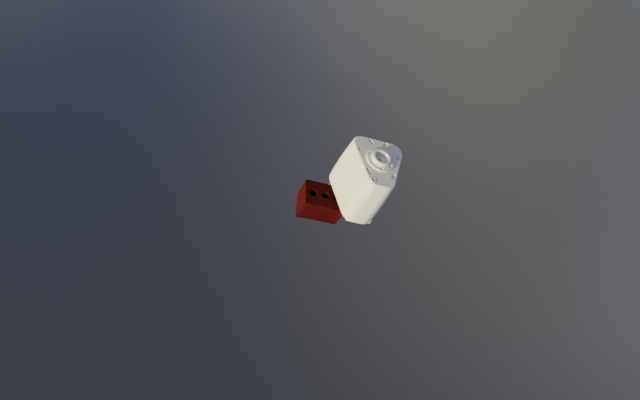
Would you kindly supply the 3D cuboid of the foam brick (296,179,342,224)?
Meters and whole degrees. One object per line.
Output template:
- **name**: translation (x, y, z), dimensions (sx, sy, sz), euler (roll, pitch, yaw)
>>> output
- **foam brick**: translation (0.000, 0.003, 0.864), dimensions (0.078, 0.053, 0.051), euler (12, -34, -16)
